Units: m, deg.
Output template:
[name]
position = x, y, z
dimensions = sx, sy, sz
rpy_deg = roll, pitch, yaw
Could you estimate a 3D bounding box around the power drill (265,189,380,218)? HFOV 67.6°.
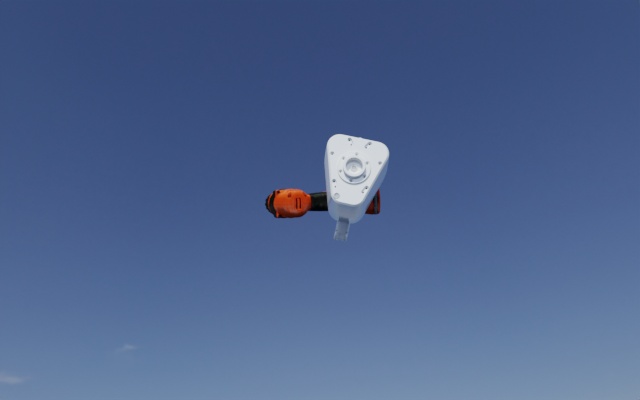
[power drill]
position = 0.001, 0.003, 0.866
dimensions = 0.187, 0.057, 0.184
rpy_deg = -5, 3, -18
